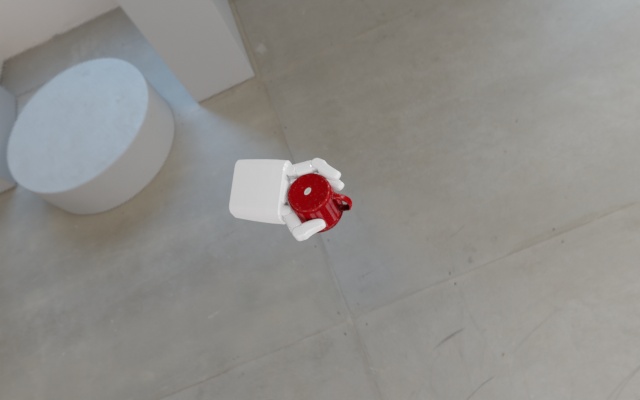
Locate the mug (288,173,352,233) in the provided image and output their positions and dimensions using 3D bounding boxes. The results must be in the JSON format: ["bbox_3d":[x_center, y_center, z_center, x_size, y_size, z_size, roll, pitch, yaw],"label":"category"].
[{"bbox_3d":[0.001,0.003,0.879,0.117,0.093,0.081,4,-24,18],"label":"mug"}]
